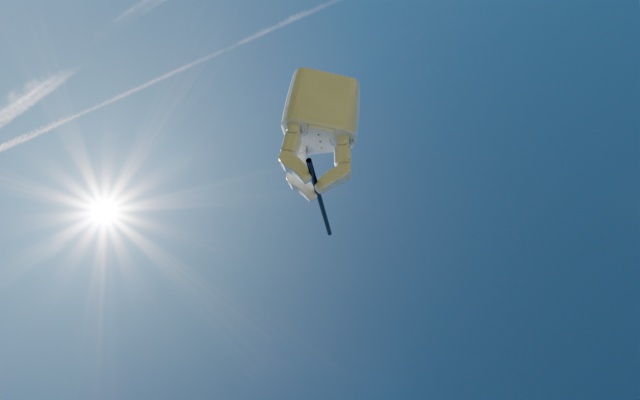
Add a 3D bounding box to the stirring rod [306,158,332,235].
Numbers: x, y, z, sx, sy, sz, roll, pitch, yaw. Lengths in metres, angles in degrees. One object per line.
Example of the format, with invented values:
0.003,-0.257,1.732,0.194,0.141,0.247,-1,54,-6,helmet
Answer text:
0.000,0.002,0.740,0.011,0.011,0.240,0,-28,9,stirring rod
